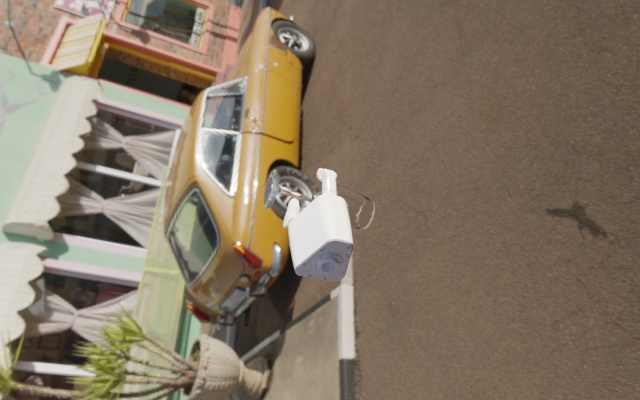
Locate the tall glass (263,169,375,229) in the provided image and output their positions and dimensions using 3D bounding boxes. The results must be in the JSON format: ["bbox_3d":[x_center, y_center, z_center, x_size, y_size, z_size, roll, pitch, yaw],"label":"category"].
[{"bbox_3d":[0.000,0.003,0.892,0.201,0.079,0.079,14,-6,-22],"label":"tall glass"}]
